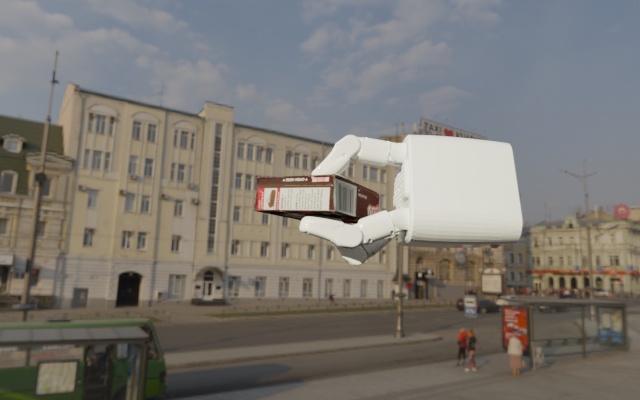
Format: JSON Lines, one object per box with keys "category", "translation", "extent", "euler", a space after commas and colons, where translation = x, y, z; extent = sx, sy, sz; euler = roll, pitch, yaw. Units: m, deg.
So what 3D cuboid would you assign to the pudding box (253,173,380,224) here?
{"category": "pudding box", "translation": [0.000, 0.001, 0.493], "extent": [0.090, 0.039, 0.113], "euler": [-1, -11, 28]}
